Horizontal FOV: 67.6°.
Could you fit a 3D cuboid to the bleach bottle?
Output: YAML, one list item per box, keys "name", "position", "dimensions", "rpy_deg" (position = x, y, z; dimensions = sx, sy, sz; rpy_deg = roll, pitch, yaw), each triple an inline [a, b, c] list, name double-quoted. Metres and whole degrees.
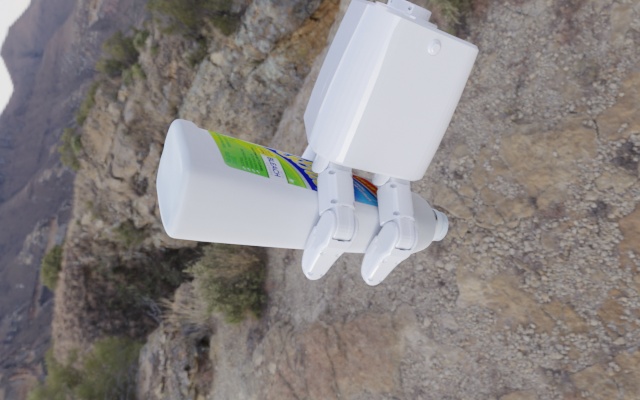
- name: "bleach bottle"
  position: [0.000, 0.001, 0.401]
  dimensions: [0.251, 0.068, 0.102]
  rpy_deg: [10, 25, -29]
